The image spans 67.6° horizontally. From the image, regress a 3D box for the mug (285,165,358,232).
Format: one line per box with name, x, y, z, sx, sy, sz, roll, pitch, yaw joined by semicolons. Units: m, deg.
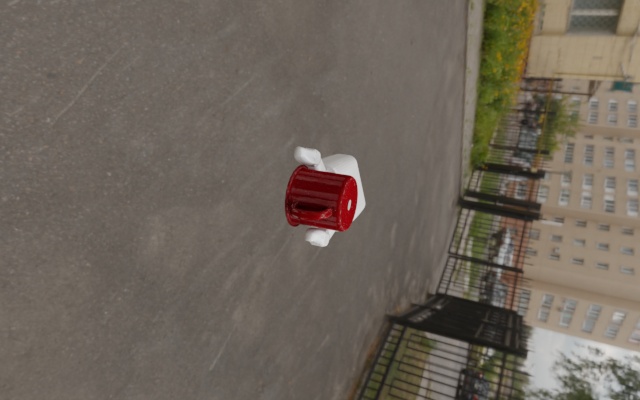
mug;0.000;0.003;0.679;0.081;0.093;0.117;9;19;21
